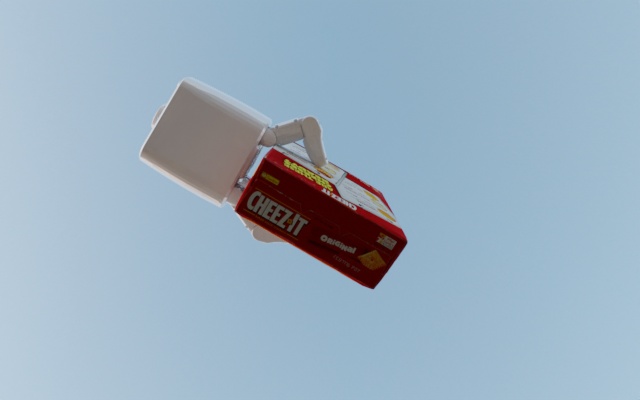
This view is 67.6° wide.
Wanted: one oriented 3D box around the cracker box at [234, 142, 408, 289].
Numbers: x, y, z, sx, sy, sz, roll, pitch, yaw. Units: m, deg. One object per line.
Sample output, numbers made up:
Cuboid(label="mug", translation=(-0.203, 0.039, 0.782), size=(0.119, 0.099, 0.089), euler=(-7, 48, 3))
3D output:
Cuboid(label="cracker box", translation=(0.000, 0.002, 0.562), size=(0.164, 0.072, 0.213), euler=(30, 12, -7))
